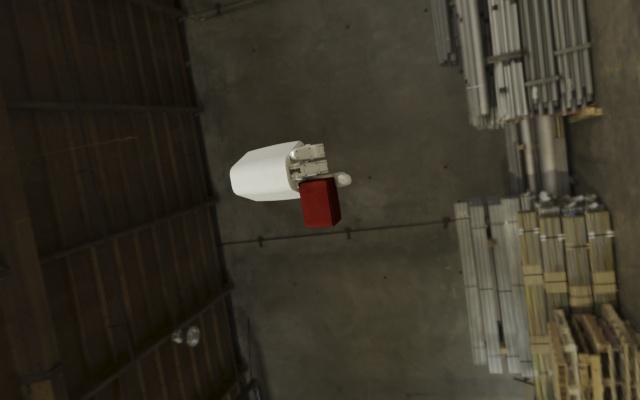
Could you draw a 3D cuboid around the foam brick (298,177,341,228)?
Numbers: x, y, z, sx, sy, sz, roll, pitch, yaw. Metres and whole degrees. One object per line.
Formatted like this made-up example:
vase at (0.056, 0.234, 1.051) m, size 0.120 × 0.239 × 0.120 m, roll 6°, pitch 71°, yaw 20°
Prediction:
foam brick at (0.000, 0.003, 0.802) m, size 0.051 × 0.078 × 0.053 m, roll -7°, pitch 7°, yaw 17°
